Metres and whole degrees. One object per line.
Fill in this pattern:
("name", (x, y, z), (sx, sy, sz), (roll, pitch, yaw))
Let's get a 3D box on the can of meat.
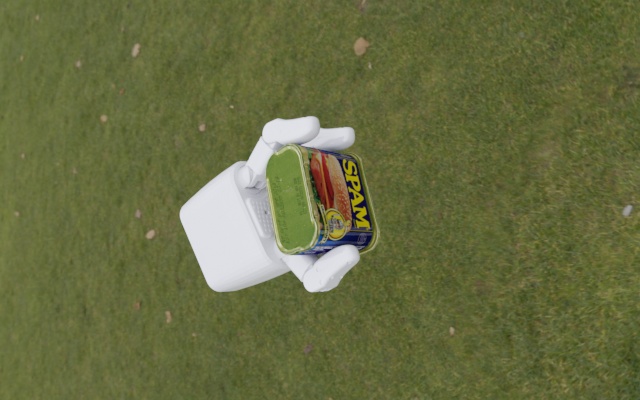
("can of meat", (0.000, 0.001, 0.442), (0.057, 0.102, 0.084), (-25, -21, 39))
